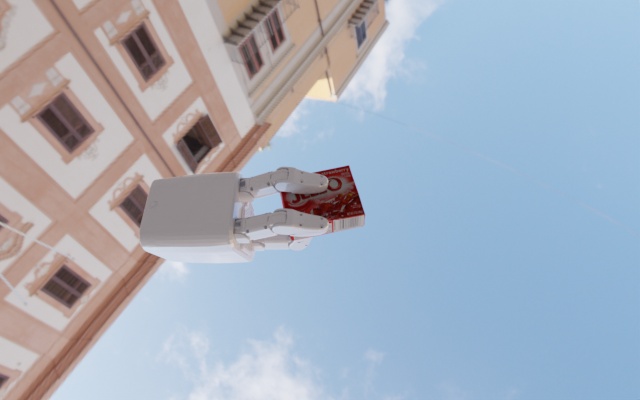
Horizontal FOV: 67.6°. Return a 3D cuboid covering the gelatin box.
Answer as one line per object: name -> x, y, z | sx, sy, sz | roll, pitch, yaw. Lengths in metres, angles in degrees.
gelatin box -> 0.000, 0.002, 0.555 | 0.089, 0.073, 0.030 | -11, -34, -6
